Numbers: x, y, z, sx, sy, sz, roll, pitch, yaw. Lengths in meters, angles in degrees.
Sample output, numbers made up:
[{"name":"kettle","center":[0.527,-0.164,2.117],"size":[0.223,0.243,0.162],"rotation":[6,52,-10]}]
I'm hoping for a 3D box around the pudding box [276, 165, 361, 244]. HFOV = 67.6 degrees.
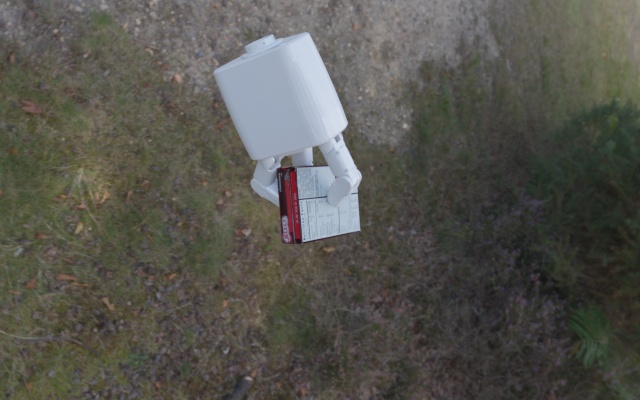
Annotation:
[{"name":"pudding box","center":[0.000,0.002,0.582],"size":[0.039,0.090,0.113],"rotation":[0,4,45]}]
